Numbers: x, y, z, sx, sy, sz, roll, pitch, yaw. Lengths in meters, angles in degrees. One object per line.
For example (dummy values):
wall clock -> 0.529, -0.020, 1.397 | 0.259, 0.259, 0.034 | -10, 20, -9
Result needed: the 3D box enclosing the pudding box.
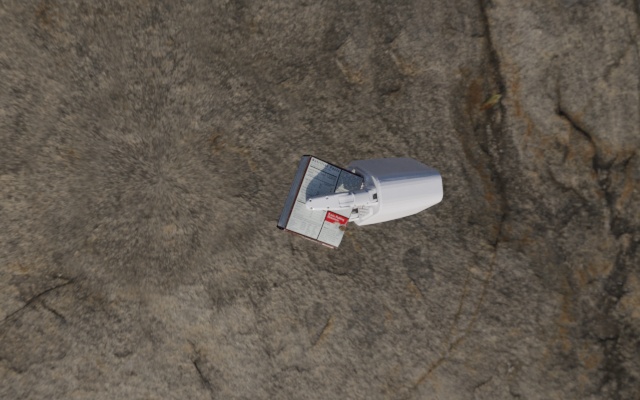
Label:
pudding box -> 0.000, 0.002, 0.676 | 0.090, 0.113, 0.039 | 22, -6, -21
